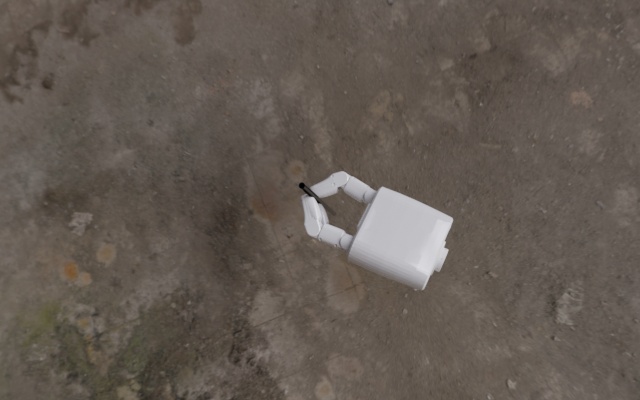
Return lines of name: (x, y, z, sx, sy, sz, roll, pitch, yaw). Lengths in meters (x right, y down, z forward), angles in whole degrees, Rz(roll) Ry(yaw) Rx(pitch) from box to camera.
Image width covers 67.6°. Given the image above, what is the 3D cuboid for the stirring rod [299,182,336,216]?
stirring rod: (0.000, 0.002, 0.701, 0.011, 0.011, 0.239, 0, -10, 11)
